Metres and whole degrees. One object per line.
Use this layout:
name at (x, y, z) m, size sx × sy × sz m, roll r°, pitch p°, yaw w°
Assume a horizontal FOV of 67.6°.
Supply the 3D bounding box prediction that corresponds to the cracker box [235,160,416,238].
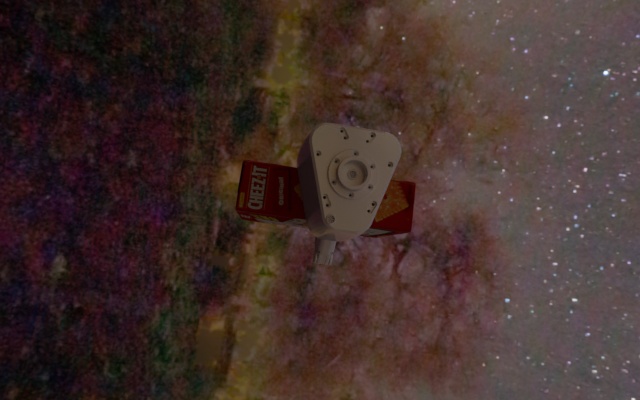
cracker box at (0.000, 0.002, 0.647) m, size 0.214 × 0.072 × 0.164 m, roll 8°, pitch -7°, yaw -6°
